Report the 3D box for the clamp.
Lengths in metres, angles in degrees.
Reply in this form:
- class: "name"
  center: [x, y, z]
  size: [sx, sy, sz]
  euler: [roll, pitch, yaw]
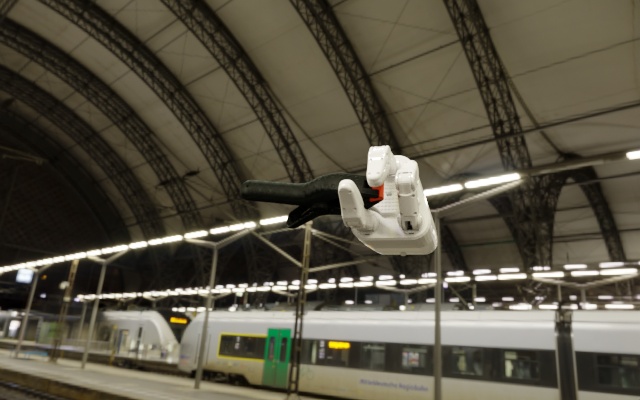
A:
- class: "clamp"
  center: [0.000, 0.001, 0.591]
  size: [0.171, 0.039, 0.120]
  euler: [-2, -19, 20]
